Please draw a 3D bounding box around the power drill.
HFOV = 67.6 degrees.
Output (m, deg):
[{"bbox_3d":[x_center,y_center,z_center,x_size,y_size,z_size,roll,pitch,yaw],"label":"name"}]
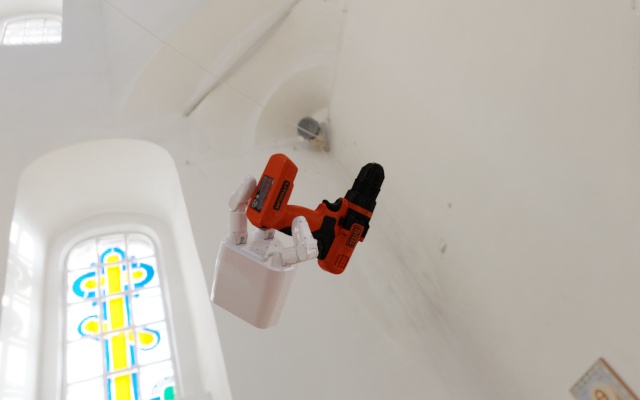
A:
[{"bbox_3d":[0.000,0.002,0.697,0.188,0.184,0.057,25,-3,-33],"label":"power drill"}]
